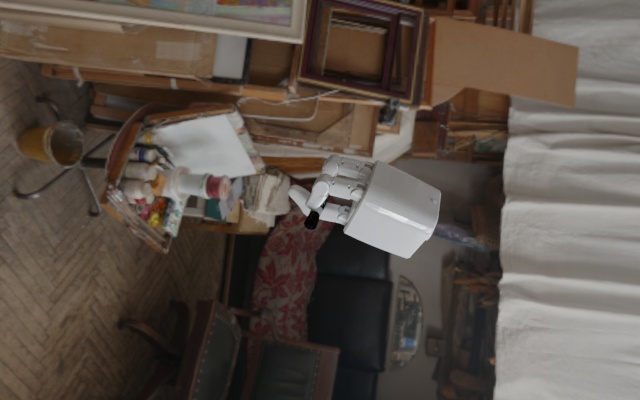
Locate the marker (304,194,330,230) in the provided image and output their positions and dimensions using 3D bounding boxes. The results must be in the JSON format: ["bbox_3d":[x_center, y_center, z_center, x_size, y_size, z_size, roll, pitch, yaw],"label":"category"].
[{"bbox_3d":[0.000,0.002,0.709,0.020,0.020,0.121,0,35,18],"label":"marker"}]
